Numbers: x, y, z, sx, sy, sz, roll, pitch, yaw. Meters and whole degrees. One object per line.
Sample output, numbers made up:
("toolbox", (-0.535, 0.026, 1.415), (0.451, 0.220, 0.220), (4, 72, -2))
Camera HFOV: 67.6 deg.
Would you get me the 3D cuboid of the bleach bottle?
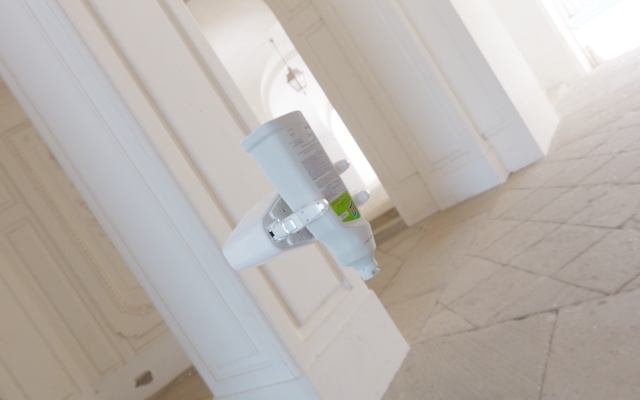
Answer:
("bleach bottle", (0.000, 0.002, 0.656), (0.068, 0.251, 0.102), (-30, 4, 39))
